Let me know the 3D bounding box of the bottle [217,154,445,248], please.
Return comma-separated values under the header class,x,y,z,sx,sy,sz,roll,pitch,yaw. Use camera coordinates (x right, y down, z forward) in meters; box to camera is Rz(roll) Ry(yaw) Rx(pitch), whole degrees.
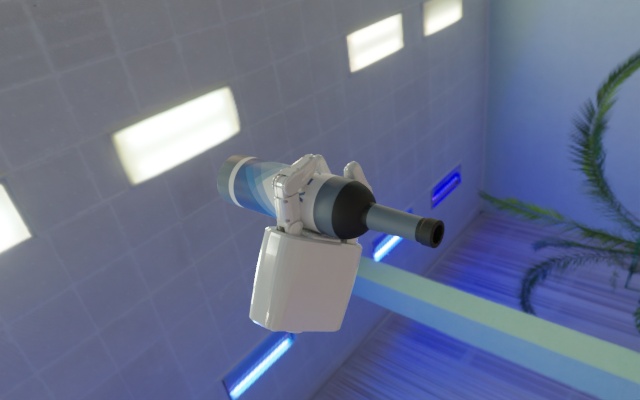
class,x,y,z,sx,sy,sz,roll,pitch,yaw
bottle,0.000,0.002,0.541,0.295,0.069,0.069,15,10,39
